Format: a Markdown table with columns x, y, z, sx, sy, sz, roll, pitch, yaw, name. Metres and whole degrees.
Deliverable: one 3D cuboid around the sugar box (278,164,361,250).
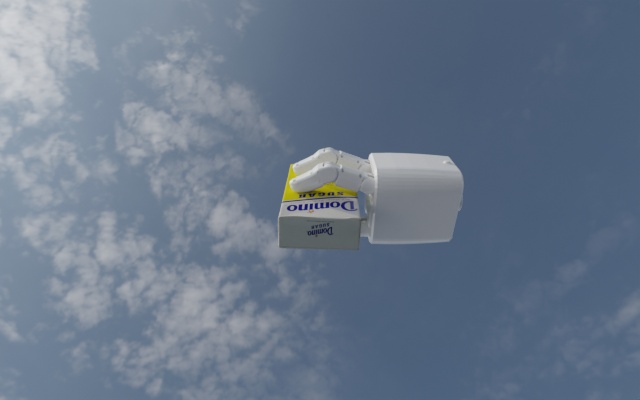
| x | y | z | sx | sy | sz | roll | pitch | yaw | name |
| --- | --- | --- | --- | --- | --- | --- | --- | --- | --- |
| 0.000 | 0.001 | 0.603 | 0.093 | 0.048 | 0.176 | 1 | 21 | 0 | sugar box |
